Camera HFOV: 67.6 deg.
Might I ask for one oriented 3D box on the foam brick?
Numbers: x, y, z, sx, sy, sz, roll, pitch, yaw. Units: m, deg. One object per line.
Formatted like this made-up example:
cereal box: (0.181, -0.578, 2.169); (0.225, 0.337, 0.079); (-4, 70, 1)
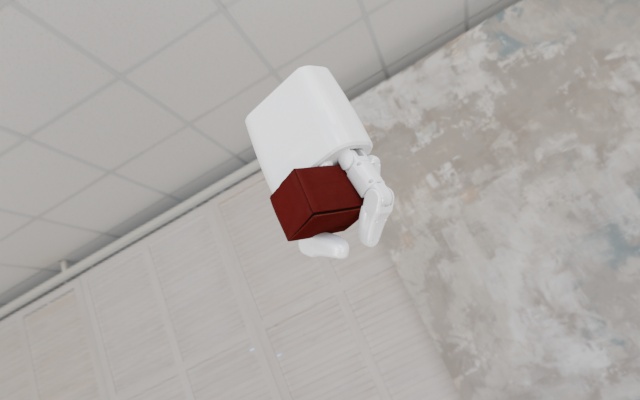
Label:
foam brick: (0.000, 0.002, 0.467); (0.078, 0.051, 0.053); (-7, -26, -41)
